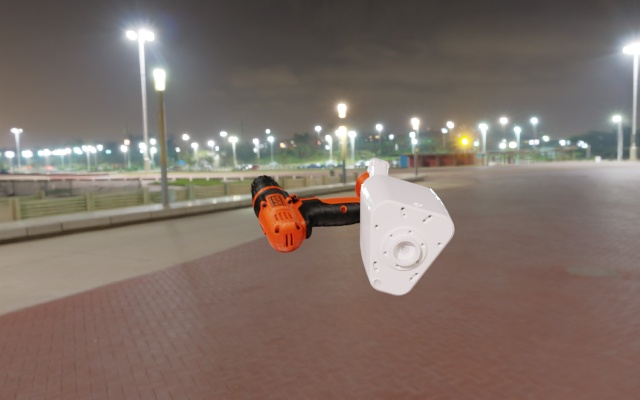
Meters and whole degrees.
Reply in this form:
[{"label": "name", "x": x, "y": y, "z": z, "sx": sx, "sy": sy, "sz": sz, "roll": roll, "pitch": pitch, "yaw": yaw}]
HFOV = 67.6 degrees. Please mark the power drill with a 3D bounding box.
[{"label": "power drill", "x": 0.001, "y": 0.002, "z": 0.672, "sx": 0.187, "sy": 0.057, "sz": 0.184, "roll": -10, "pitch": 29, "yaw": -14}]
